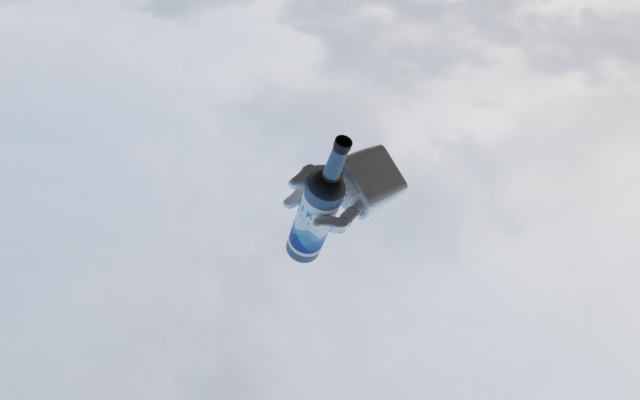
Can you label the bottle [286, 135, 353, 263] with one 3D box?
[{"bbox_3d":[0.000,0.003,0.814,0.069,0.069,0.296,0,-38,-17],"label":"bottle"}]
